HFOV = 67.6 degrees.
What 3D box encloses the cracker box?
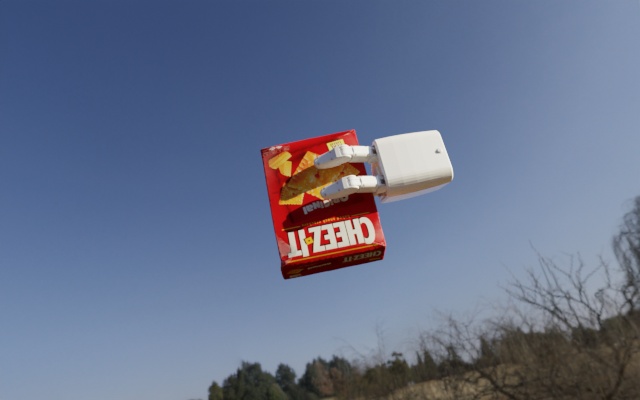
[{"bbox_3d":[0.000,0.002,0.772,0.164,0.213,0.072,-11,-25,-3],"label":"cracker box"}]
